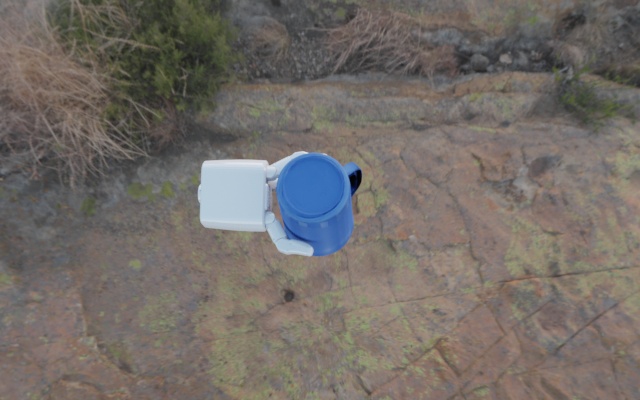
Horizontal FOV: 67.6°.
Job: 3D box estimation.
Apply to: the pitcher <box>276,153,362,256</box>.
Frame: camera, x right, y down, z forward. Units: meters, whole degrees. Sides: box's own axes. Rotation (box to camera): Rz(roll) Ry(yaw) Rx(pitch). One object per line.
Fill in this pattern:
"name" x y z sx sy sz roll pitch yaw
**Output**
"pitcher" 0.000 0.003 0.798 0.145 0.149 0.243 1 -15 2
